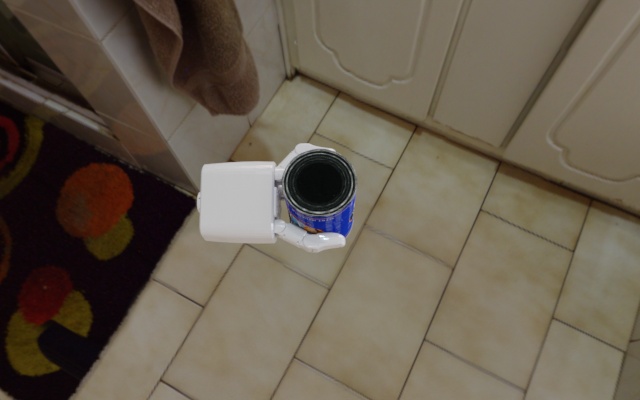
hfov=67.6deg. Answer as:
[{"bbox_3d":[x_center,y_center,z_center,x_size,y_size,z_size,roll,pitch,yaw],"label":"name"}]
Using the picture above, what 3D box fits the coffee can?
[{"bbox_3d":[0.000,0.002,0.705,0.103,0.102,0.140,0,-24,1],"label":"coffee can"}]
